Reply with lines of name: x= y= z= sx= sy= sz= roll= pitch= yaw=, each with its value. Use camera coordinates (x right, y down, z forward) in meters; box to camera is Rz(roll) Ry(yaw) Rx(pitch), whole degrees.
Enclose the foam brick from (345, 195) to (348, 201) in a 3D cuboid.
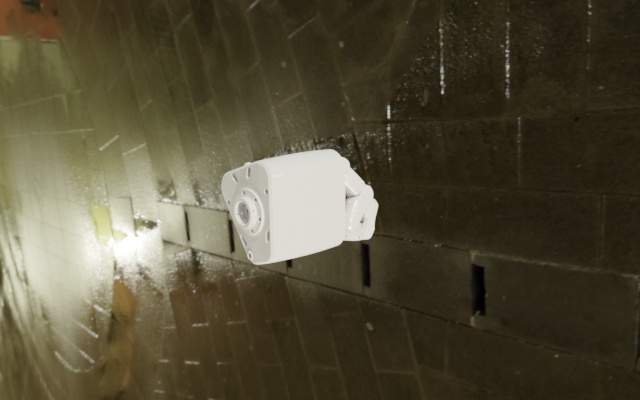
foam brick: x=0.000 y=0.002 z=0.612 sx=0.051 sy=0.053 sz=0.078 roll=-13 pitch=0 yaw=-43
